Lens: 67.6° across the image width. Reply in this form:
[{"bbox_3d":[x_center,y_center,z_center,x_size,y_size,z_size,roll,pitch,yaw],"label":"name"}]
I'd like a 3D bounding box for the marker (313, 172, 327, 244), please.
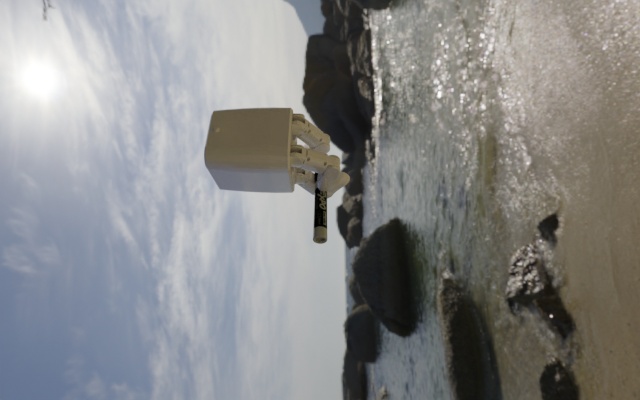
[{"bbox_3d":[0.000,0.002,0.642,0.020,0.121,0.020,1,-36,0],"label":"marker"}]
